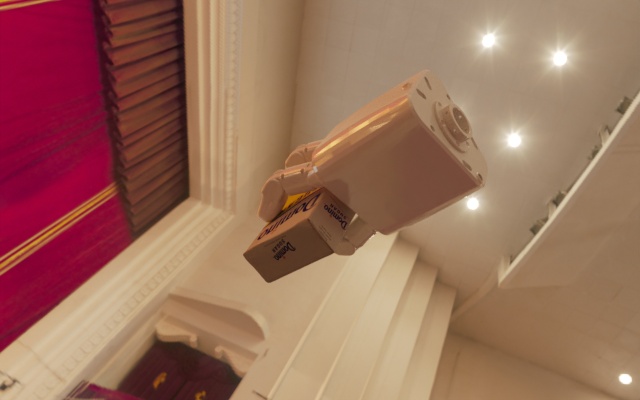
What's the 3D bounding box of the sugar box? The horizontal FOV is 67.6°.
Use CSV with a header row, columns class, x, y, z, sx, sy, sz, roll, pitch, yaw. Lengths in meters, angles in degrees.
class,x,y,z,sx,sy,sz,roll,pitch,yaw
sugar box,0.000,0.001,0.492,0.093,0.048,0.176,-30,14,36
